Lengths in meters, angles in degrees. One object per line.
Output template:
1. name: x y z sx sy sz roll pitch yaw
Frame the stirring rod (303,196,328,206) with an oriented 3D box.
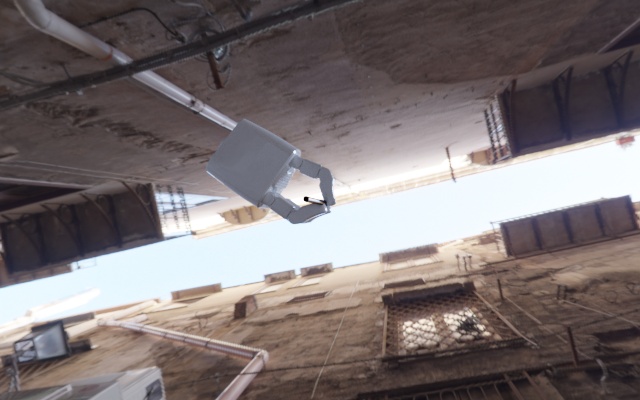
1. stirring rod: 0.000 0.002 0.706 0.011 0.011 0.239 0 -2 9
